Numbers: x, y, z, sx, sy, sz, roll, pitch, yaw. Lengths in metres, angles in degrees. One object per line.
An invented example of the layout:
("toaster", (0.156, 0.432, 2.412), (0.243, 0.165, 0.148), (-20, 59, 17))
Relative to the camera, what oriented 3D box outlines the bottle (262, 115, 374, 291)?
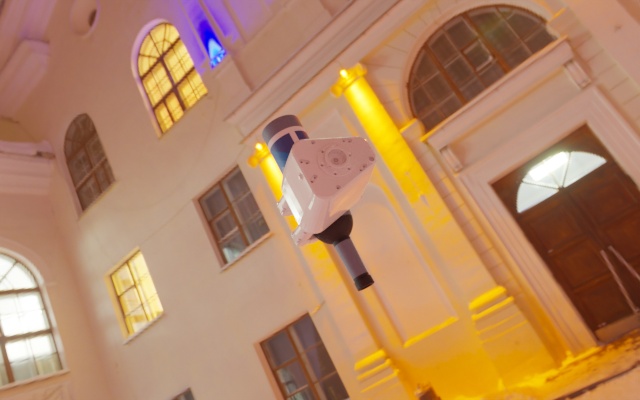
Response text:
("bottle", (0.000, 0.002, 0.736), (0.069, 0.295, 0.069), (-25, -19, -10))
